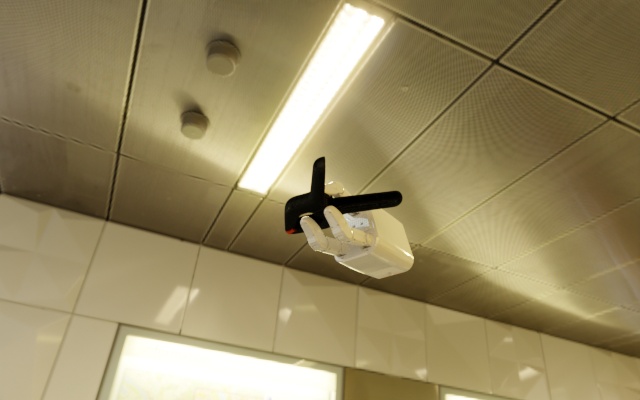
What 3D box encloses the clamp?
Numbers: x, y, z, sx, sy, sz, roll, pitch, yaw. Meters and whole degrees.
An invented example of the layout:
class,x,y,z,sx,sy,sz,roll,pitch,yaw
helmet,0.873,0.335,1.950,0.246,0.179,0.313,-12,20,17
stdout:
class,x,y,z,sx,sy,sz,roll,pitch,yaw
clamp,0.000,0.002,0.760,0.164,0.036,0.210,28,-39,-36
